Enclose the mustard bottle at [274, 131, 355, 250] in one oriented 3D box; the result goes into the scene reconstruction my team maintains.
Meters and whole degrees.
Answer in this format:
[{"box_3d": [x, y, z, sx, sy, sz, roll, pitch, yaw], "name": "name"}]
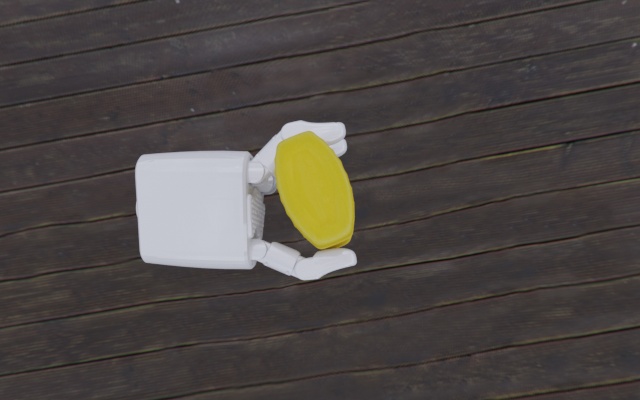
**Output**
[{"box_3d": [0.000, 0.001, 0.474, 0.058, 0.096, 0.191, -23, -8, 0], "name": "mustard bottle"}]
